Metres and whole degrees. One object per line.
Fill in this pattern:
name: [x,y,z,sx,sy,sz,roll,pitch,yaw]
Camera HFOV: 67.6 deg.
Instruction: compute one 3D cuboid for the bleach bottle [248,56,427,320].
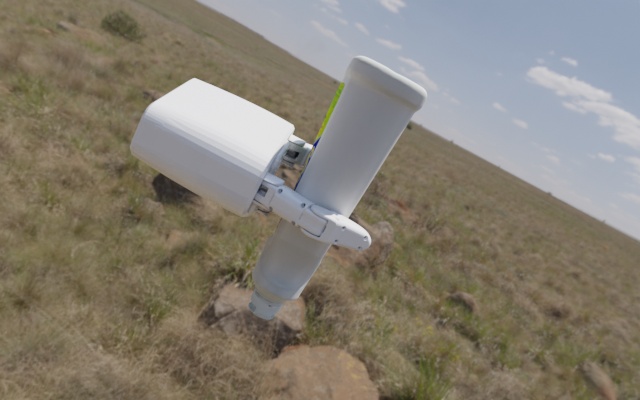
bleach bottle: [0.000,0.001,0.429,0.068,0.251,0.102,27,13,-4]
